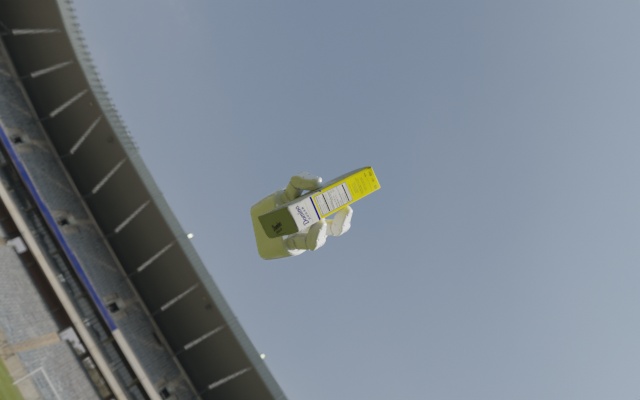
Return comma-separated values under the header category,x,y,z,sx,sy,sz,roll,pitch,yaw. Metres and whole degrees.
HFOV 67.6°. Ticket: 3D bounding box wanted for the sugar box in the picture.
category,x,y,z,sx,sy,sz,roll,pitch,yaw
sugar box,0.000,0.003,0.739,0.176,0.048,0.093,-30,7,-35
